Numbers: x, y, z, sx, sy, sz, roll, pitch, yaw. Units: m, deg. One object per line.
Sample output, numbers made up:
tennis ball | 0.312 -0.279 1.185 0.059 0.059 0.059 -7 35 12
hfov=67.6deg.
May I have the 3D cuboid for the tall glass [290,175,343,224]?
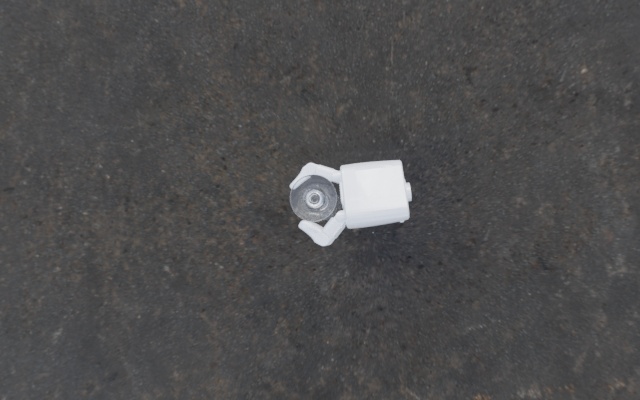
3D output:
tall glass | 0.000 0.003 0.844 0.079 0.079 0.201 0 -4 6
